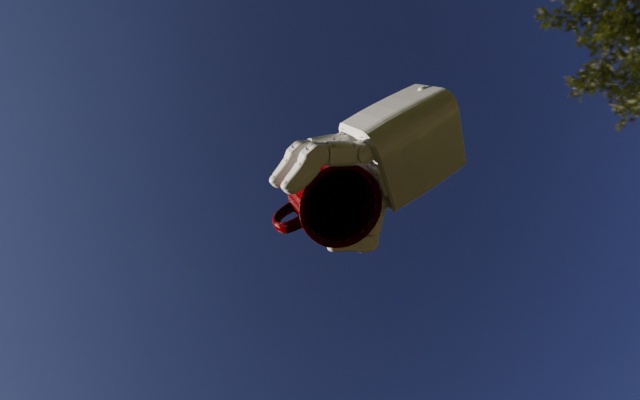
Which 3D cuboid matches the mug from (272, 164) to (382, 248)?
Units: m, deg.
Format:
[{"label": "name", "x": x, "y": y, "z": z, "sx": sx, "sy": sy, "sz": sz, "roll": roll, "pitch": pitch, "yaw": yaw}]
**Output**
[{"label": "mug", "x": -0.001, "y": 0.002, "z": 0.535, "sx": 0.117, "sy": 0.093, "sz": 0.081, "roll": -30, "pitch": 23, "yaw": -8}]
